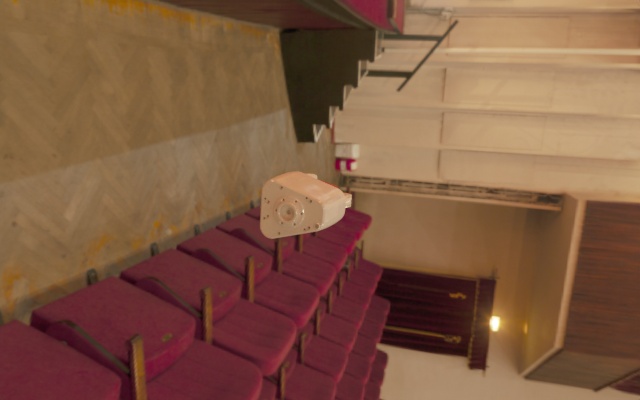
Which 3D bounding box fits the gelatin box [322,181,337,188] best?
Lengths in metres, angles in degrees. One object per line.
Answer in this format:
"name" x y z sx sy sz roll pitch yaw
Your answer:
"gelatin box" 0.001 0.003 0.892 0.030 0.073 0.089 7 -3 22
